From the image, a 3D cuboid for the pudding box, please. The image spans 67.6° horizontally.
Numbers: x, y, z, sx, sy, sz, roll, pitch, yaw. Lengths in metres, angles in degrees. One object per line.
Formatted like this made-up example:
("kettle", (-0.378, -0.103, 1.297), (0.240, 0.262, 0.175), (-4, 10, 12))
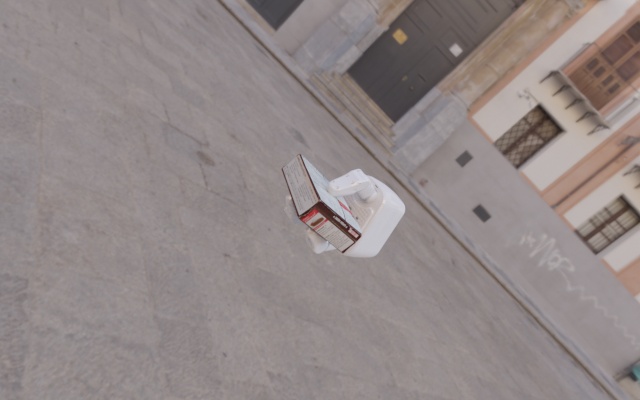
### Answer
("pudding box", (0.000, 0.002, 0.613), (0.090, 0.039, 0.113), (40, 15, -35))
